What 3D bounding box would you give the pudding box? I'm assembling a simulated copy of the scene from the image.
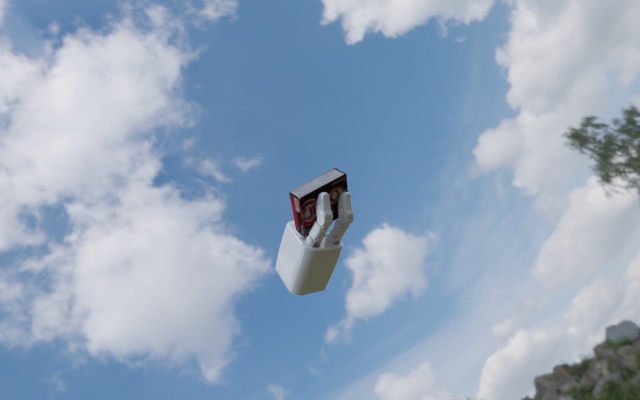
[{"bbox_3d":[0.000,0.003,0.890,0.113,0.090,0.039,-31,43,-28],"label":"pudding box"}]
